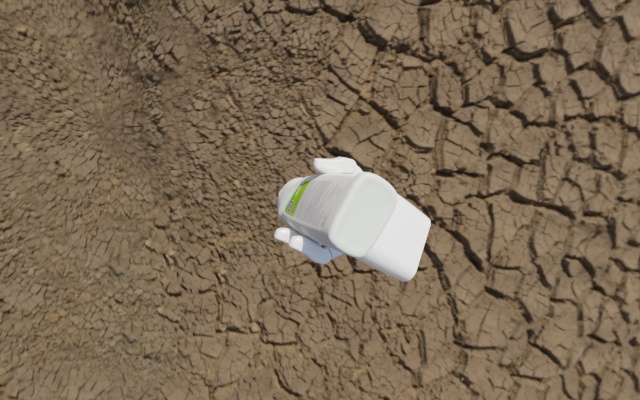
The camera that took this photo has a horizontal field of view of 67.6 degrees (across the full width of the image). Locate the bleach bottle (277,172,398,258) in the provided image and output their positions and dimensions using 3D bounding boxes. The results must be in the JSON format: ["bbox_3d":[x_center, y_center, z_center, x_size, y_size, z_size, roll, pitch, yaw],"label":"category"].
[{"bbox_3d":[0.000,0.002,0.663,0.068,0.102,0.251,33,-6,-25],"label":"bleach bottle"}]
